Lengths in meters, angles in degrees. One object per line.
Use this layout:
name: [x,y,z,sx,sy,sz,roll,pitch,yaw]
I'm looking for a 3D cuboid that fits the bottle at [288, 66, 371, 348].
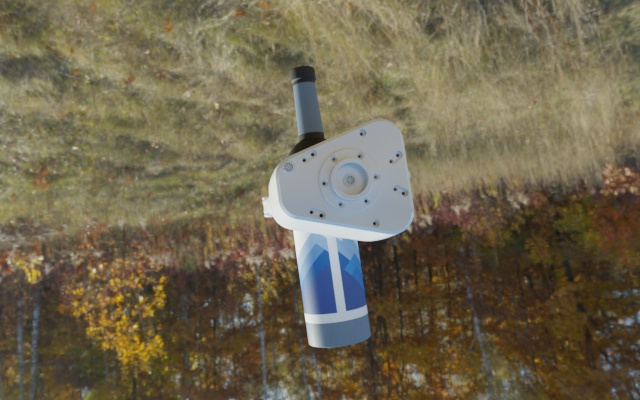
bottle: [0.000,0.002,0.515,0.069,0.295,0.069,-8,-4,-1]
